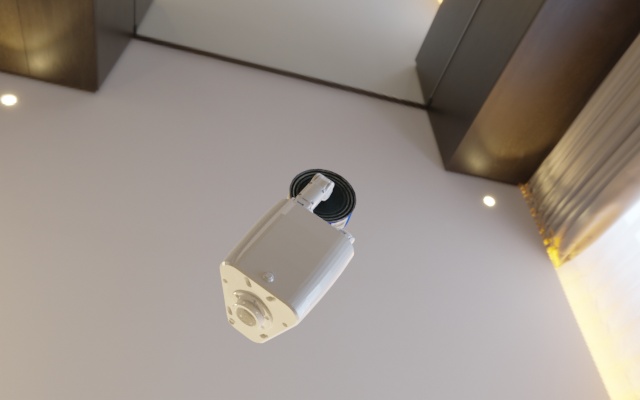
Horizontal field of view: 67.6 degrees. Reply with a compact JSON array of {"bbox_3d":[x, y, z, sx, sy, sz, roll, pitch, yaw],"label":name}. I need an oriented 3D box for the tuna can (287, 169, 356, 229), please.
[{"bbox_3d":[0.000,0.002,0.607,0.086,0.086,0.034,0,-39,-16],"label":"tuna can"}]
